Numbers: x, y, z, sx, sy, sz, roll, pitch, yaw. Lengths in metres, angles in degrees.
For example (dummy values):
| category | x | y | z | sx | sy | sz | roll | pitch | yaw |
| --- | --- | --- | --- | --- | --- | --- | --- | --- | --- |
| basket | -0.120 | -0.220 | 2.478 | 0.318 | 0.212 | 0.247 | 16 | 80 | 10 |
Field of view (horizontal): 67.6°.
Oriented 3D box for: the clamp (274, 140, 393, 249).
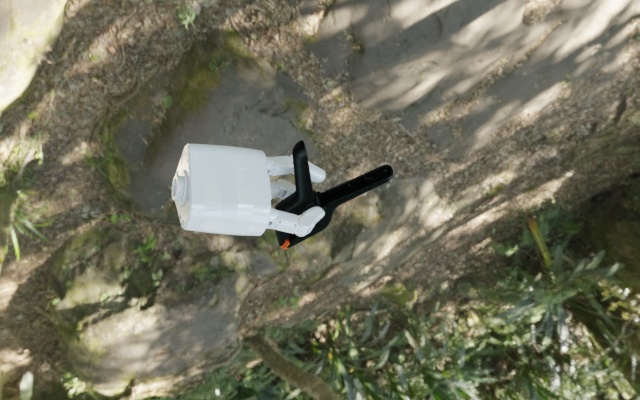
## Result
| category | x | y | z | sx | sy | sz | roll | pitch | yaw |
| --- | --- | --- | --- | --- | --- | --- | --- | --- | --- |
| clamp | 0.000 | 0.003 | 0.709 | 0.164 | 0.036 | 0.210 | 7 | -44 | -27 |
